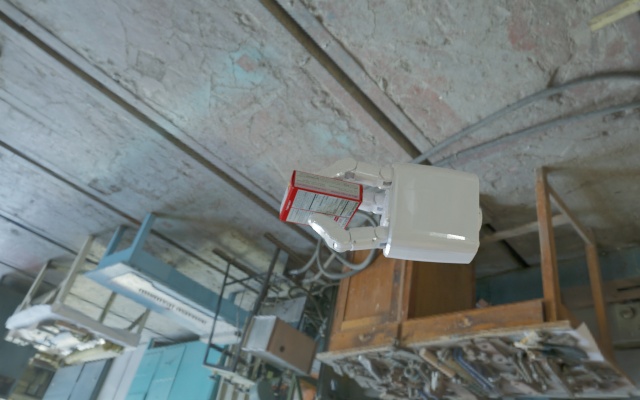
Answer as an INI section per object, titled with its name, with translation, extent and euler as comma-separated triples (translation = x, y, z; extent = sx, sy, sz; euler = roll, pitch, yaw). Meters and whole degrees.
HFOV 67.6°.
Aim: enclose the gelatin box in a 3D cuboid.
[gelatin box]
translation = 0.000, 0.002, 0.593
extent = 0.089, 0.030, 0.073
euler = 11, -36, -11
